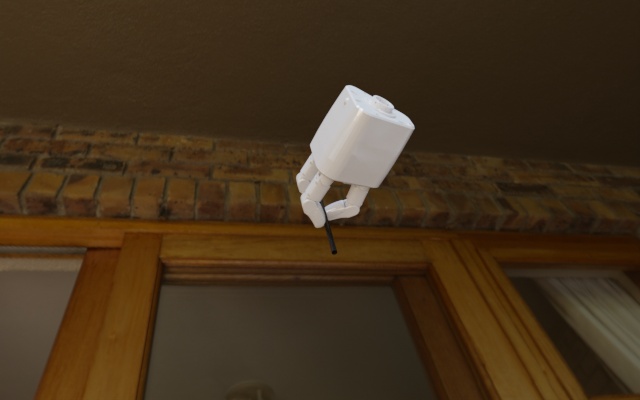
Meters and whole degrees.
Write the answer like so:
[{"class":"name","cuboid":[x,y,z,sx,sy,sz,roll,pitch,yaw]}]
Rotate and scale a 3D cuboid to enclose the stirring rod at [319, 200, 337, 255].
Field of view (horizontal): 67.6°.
[{"class":"stirring rod","cuboid":[0.000,0.002,0.751,0.011,0.011,0.239,0,35,-11]}]
